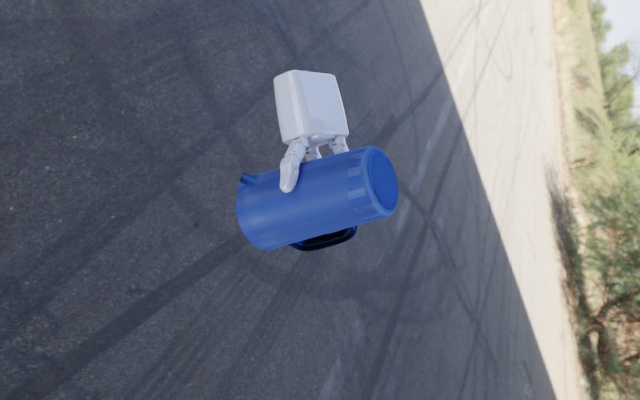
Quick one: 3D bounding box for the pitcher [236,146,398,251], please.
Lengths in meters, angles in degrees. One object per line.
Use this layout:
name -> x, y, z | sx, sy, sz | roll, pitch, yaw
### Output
pitcher -> 0.000, 0.002, 0.764 | 0.243, 0.145, 0.149 | -14, -8, 32
